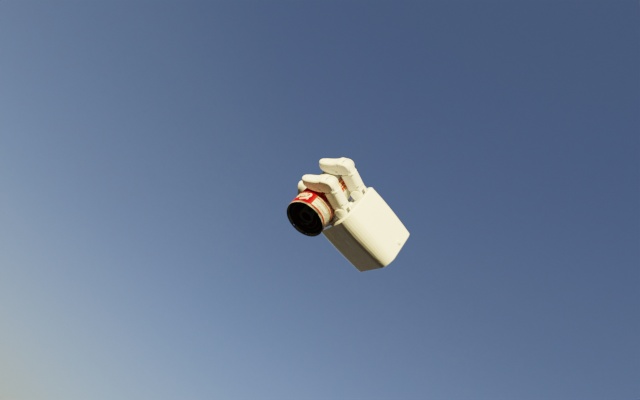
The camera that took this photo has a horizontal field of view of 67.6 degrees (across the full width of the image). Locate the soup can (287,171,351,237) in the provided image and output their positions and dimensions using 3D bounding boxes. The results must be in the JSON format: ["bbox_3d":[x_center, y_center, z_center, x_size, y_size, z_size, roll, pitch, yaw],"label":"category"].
[{"bbox_3d":[0.000,0.002,0.789,0.068,0.068,0.102,0,33,37],"label":"soup can"}]
